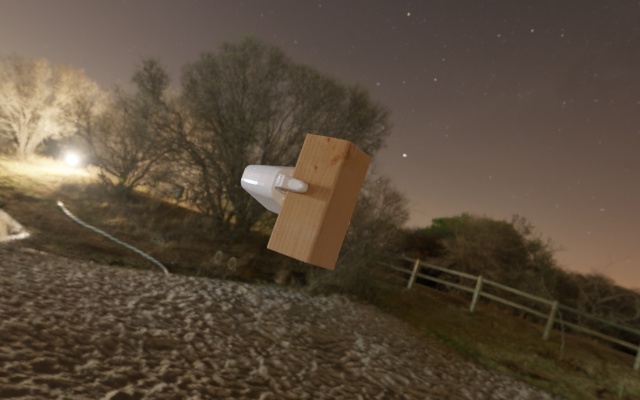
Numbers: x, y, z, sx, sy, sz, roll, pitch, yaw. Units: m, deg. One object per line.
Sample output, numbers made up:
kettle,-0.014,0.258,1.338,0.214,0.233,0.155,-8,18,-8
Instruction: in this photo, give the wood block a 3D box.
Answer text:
wood block,0.000,0.002,0.811,0.090,0.206,0.091,16,-6,34
